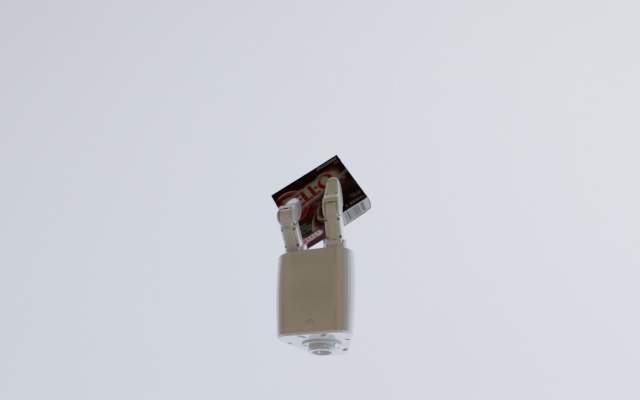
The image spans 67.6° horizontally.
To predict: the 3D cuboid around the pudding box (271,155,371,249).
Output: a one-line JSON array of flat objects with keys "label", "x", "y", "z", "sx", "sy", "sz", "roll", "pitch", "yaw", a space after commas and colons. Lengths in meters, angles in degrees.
[{"label": "pudding box", "x": 0.000, "y": 0.002, "z": 0.657, "sx": 0.113, "sy": 0.090, "sz": 0.039, "roll": -31, "pitch": -35, "yaw": -3}]
